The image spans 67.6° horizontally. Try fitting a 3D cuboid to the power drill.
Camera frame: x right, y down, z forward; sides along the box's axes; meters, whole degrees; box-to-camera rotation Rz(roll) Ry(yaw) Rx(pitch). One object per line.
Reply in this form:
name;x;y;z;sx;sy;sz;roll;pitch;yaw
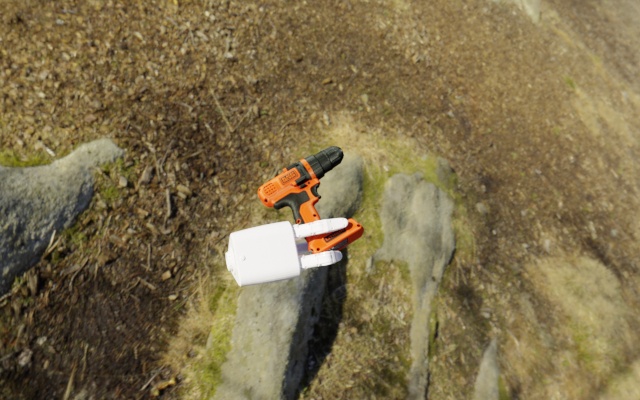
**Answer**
power drill;0.000;0.003;0.893;0.184;0.187;0.057;-32;-23;-6
